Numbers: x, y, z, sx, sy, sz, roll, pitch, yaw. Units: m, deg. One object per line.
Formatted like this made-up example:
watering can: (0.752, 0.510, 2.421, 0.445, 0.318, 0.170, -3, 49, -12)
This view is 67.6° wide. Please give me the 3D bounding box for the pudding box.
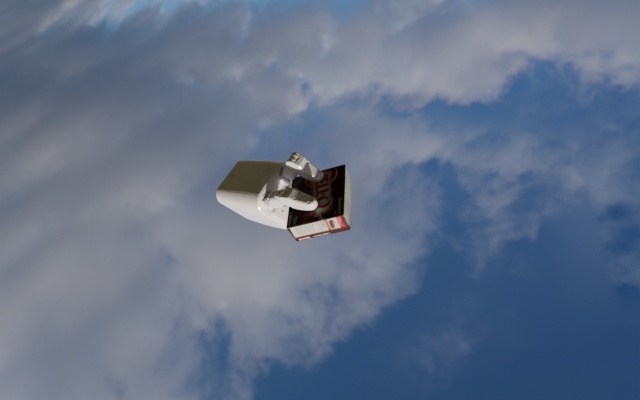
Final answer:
pudding box: (0.000, 0.002, 0.725, 0.090, 0.113, 0.039, -15, -46, 18)
